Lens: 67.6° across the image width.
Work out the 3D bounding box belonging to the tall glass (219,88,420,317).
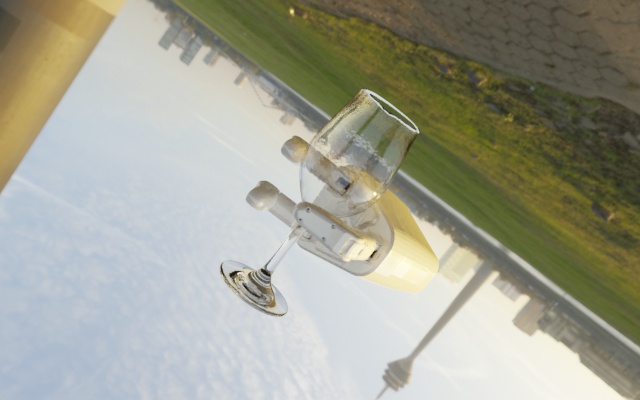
[{"bbox_3d":[0.000,0.002,0.418,0.079,0.201,0.079,37,8,-6],"label":"tall glass"}]
